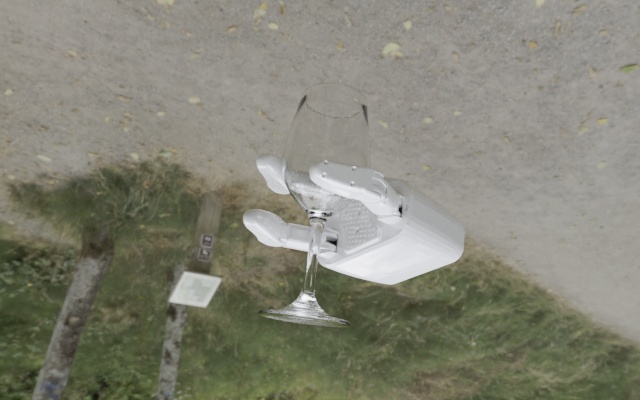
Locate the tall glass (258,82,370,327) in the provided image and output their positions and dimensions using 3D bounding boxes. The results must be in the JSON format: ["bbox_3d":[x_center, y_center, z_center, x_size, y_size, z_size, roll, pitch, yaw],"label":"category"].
[{"bbox_3d":[0.000,0.002,0.409,0.079,0.201,0.079,7,-19,2],"label":"tall glass"}]
